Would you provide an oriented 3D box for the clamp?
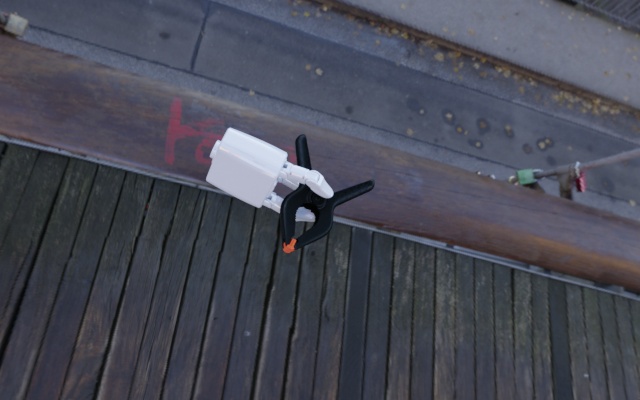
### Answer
[{"bbox_3d":[0.000,0.003,0.823,0.164,0.210,0.036,26,-26,-10],"label":"clamp"}]
